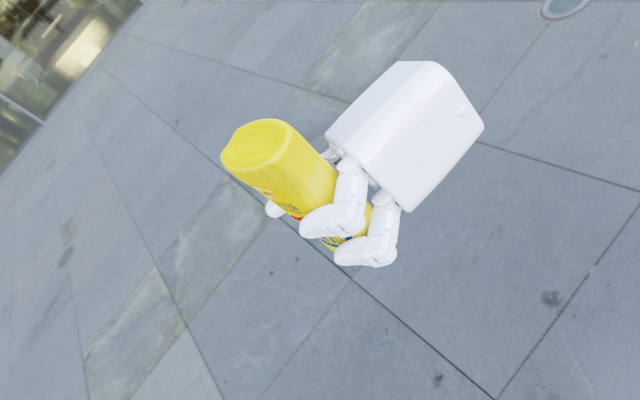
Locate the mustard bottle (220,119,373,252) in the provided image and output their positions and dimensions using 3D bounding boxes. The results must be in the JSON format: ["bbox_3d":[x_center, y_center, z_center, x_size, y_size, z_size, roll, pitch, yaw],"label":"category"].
[{"bbox_3d":[0.000,0.002,0.458,0.096,0.058,0.192,9,-25,49],"label":"mustard bottle"}]
